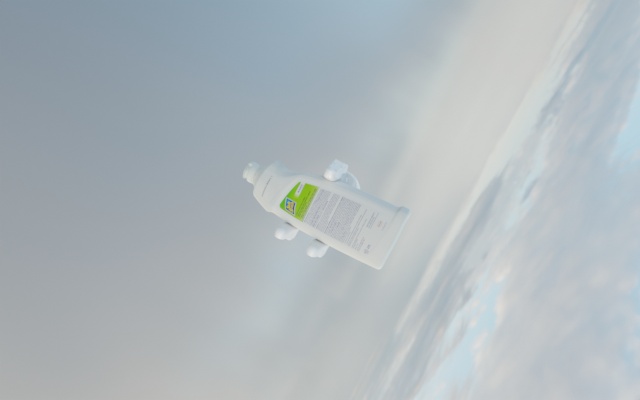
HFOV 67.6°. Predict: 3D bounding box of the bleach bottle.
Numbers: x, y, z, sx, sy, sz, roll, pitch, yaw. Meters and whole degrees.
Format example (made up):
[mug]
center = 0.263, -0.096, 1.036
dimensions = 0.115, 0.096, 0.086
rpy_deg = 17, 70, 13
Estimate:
[bleach bottle]
center = 0.000, 0.002, 0.715
dimensions = 0.251, 0.102, 0.068
rpy_deg = 28, 2, 11
